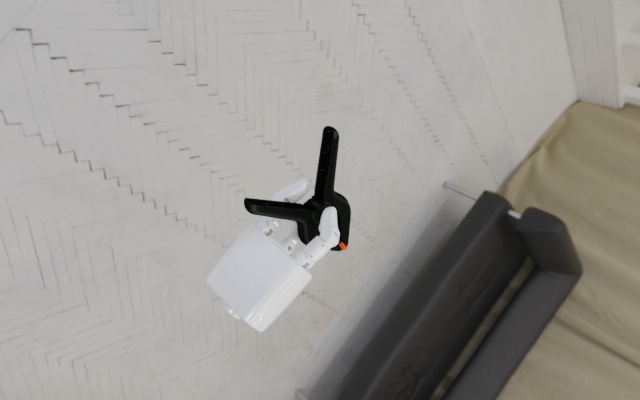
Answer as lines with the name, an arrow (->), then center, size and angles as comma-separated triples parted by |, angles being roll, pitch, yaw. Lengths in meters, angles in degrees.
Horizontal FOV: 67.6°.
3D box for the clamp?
clamp -> 0.001, 0.003, 0.704 | 0.036, 0.164, 0.210 | 37, -9, 43
